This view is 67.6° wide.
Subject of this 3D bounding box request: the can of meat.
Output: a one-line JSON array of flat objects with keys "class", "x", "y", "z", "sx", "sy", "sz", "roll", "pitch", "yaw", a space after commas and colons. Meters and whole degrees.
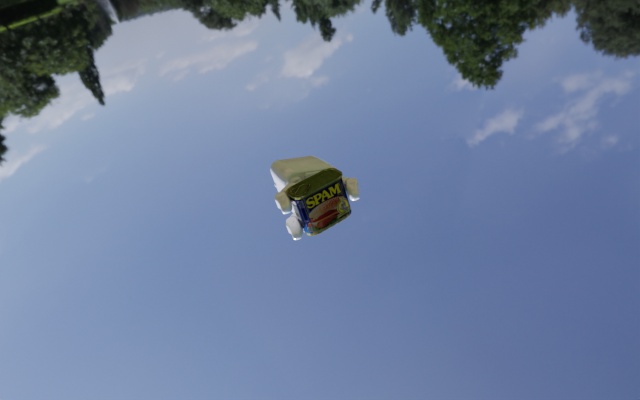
[{"class": "can of meat", "x": 0.000, "y": 0.003, "z": 0.853, "sx": 0.102, "sy": 0.084, "sz": 0.057, "roll": -28, "pitch": 29, "yaw": -18}]
